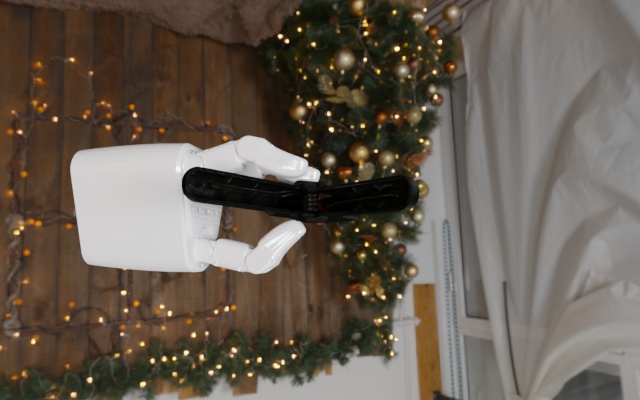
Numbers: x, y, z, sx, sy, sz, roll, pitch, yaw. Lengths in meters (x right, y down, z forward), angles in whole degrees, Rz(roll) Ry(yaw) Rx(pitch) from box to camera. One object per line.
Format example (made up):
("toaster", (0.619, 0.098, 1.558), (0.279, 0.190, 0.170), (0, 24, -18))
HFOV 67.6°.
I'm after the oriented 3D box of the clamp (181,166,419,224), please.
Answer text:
("clamp", (0.000, 0.002, 0.414), (0.164, 0.036, 0.210), (3, -6, 11))
